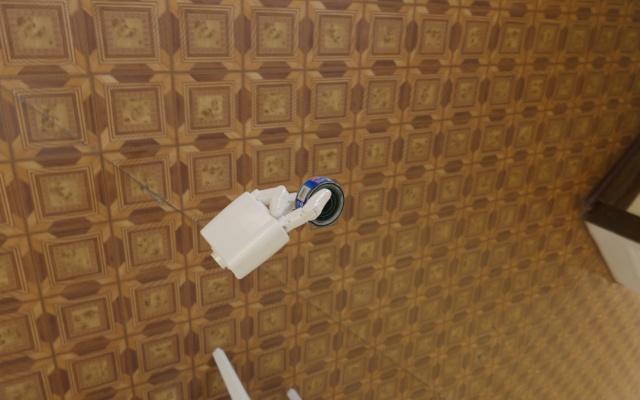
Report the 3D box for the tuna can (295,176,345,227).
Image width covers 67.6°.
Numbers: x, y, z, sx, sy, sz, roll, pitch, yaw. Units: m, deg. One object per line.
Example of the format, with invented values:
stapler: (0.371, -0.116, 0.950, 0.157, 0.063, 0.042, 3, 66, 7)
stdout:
tuna can: (0.000, 0.003, 0.832, 0.086, 0.086, 0.033, 0, 17, -35)
